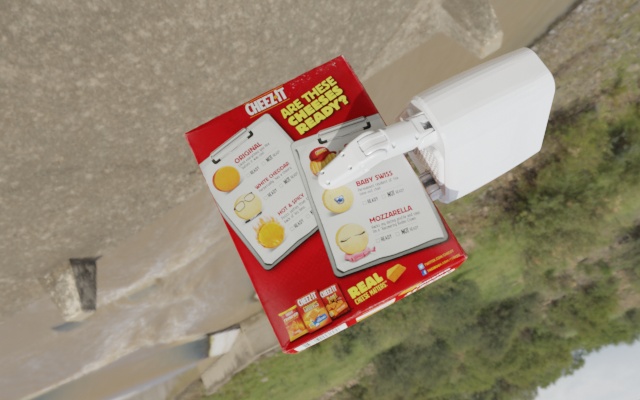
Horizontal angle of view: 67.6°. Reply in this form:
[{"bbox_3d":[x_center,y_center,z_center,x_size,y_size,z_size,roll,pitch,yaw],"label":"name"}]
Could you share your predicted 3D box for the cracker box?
[{"bbox_3d":[0.000,0.001,0.428,0.164,0.213,0.072,-27,-18,-3],"label":"cracker box"}]
